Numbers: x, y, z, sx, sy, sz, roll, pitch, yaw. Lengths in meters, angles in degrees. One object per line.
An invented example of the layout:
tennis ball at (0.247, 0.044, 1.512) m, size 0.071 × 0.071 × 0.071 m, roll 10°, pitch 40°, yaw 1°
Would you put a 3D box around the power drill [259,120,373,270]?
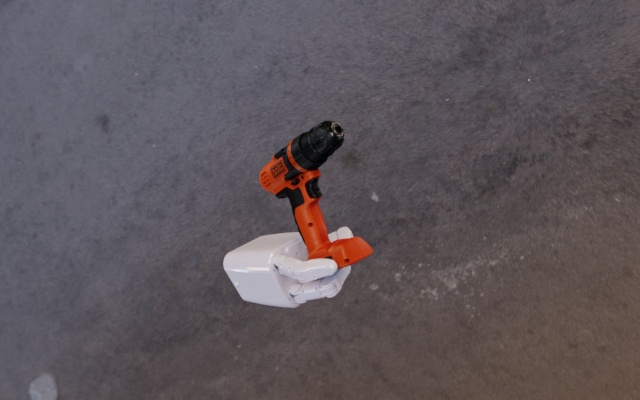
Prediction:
power drill at (0.000, 0.003, 0.657) m, size 0.057 × 0.187 × 0.184 m, roll -19°, pitch -7°, yaw -37°
